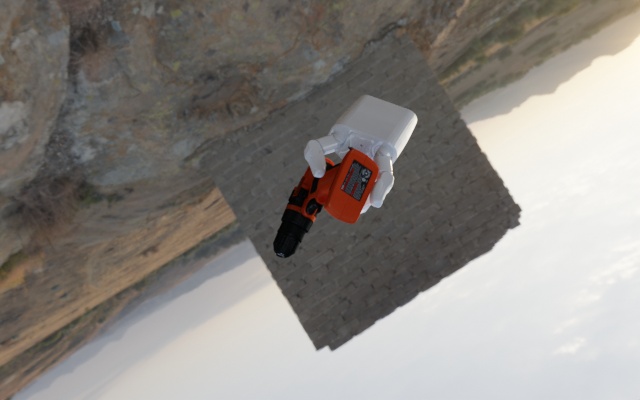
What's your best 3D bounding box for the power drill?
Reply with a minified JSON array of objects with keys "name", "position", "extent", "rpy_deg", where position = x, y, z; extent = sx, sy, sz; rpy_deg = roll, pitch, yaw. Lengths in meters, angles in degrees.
[{"name":"power drill","position":[0.000,0.002,0.731],"extent":[0.057,0.184,0.187],"rpy_deg":[30,-18,-21]}]
